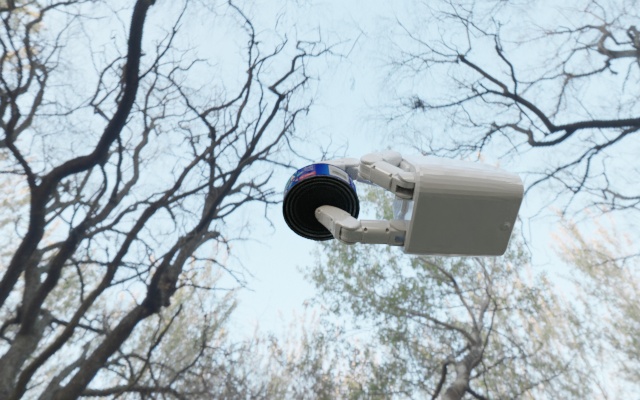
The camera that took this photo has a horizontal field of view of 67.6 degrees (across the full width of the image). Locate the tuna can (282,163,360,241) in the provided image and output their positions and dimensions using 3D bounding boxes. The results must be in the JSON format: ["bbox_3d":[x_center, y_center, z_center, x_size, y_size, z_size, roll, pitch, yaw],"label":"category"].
[{"bbox_3d":[0.000,0.001,0.535,0.086,0.086,0.033,0,32,-3],"label":"tuna can"}]
